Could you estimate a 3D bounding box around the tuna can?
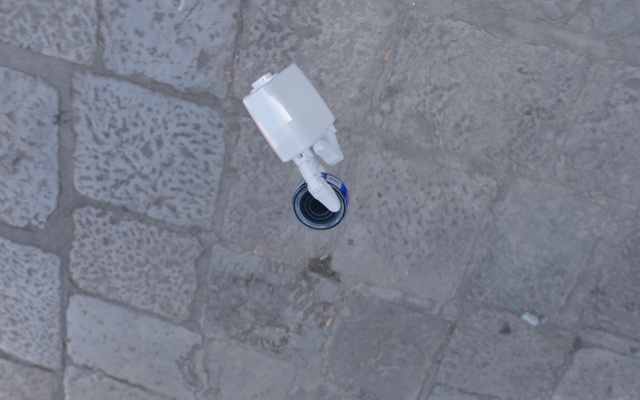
[{"bbox_3d":[0.000,0.003,0.728,0.086,0.086,0.033,0,27,8],"label":"tuna can"}]
